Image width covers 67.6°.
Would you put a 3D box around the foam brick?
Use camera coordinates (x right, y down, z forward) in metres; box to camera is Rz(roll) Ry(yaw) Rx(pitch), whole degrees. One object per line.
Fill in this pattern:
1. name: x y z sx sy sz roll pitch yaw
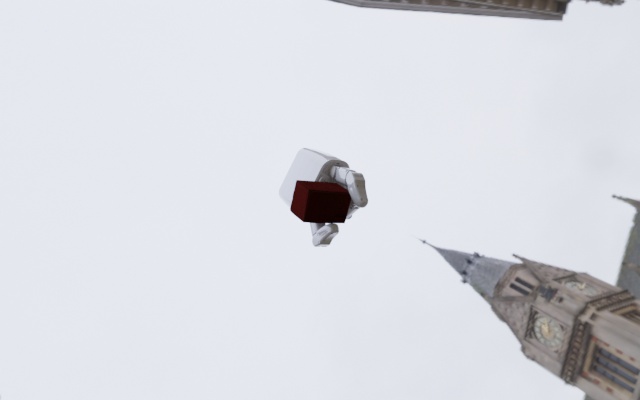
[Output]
1. foam brick: 0.000 0.002 0.740 0.078 0.053 0.051 4 18 -31
